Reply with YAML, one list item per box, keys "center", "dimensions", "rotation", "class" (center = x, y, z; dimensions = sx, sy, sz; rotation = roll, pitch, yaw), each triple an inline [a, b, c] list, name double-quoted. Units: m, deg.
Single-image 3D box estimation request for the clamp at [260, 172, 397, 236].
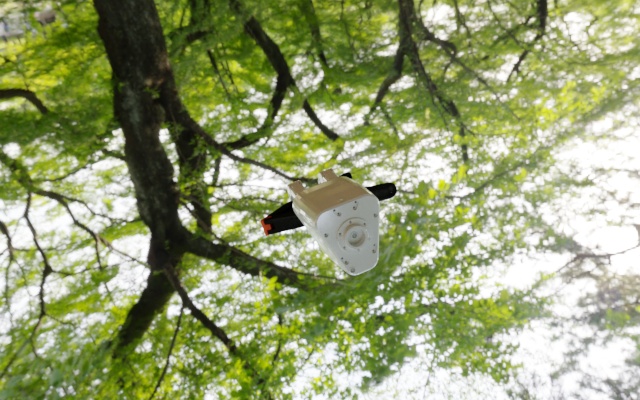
- center: [0.000, 0.004, 0.784]
  dimensions: [0.210, 0.036, 0.164]
  rotation: [-21, 16, -12]
  class: "clamp"
